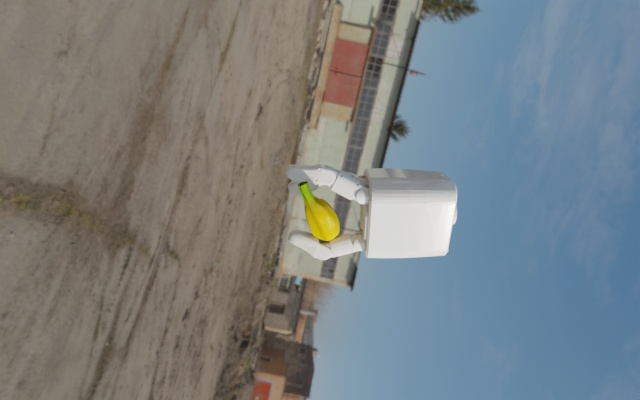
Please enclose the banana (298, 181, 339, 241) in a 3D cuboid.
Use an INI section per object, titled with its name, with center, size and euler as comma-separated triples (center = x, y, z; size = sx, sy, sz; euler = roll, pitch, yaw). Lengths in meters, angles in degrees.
[banana]
center = 0.004, 0.020, 0.630
size = 0.037, 0.069, 0.198
euler = -12, -7, 2
